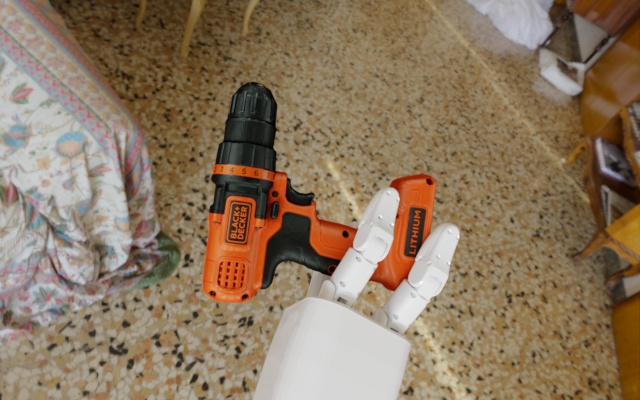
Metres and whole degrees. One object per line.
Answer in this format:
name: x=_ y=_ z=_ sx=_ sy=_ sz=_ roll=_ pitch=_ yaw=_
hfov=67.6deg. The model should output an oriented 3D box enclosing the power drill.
power drill: x=0.000 y=0.002 z=0.411 sx=0.187 sy=0.184 sz=0.057 roll=8 pitch=-2 yaw=-8
